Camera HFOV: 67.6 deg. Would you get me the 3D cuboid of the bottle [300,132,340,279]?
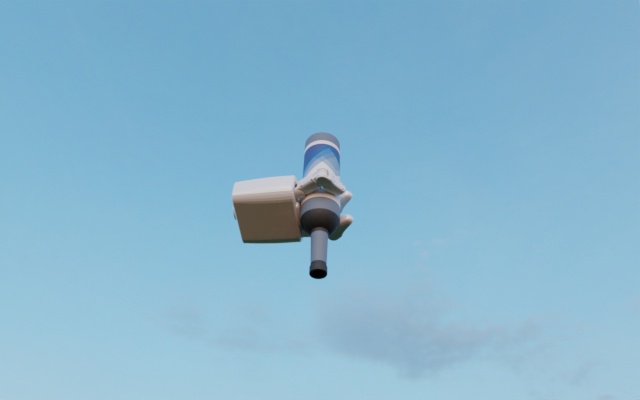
[{"bbox_3d":[0.000,0.002,0.809,0.069,0.295,0.069,1,-43,1],"label":"bottle"}]
